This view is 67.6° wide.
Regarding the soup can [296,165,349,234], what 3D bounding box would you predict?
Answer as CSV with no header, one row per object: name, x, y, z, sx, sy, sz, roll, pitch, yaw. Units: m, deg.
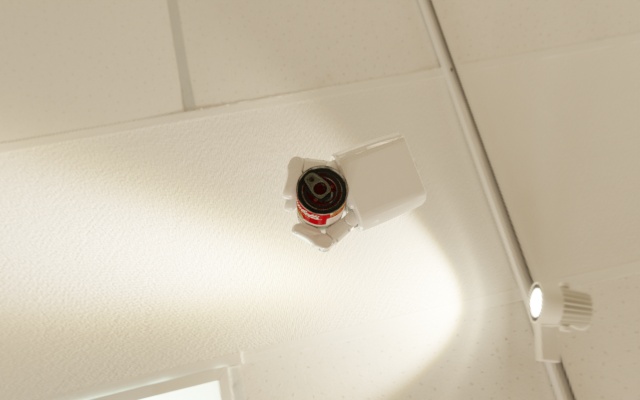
soup can,0.000,0.003,0.659,0.068,0.068,0.102,0,-19,-3
